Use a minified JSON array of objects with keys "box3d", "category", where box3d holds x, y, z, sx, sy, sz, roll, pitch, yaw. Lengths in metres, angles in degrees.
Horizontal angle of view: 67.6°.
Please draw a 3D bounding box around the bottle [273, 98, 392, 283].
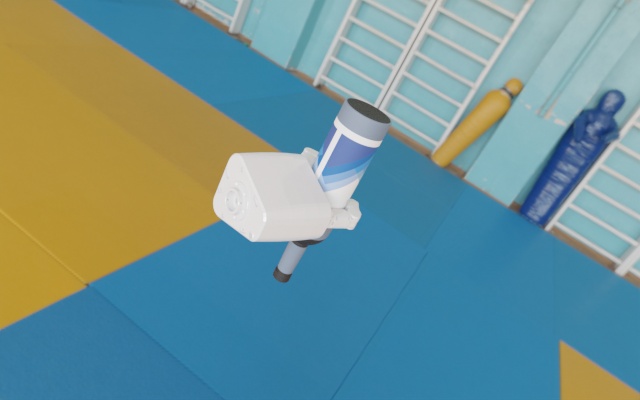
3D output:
[{"box3d":[0.000,0.002,0.672,0.069,0.296,0.069,22,28,-12],"category":"bottle"}]
